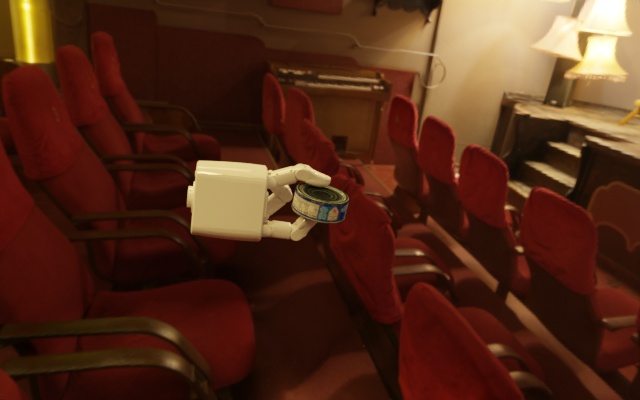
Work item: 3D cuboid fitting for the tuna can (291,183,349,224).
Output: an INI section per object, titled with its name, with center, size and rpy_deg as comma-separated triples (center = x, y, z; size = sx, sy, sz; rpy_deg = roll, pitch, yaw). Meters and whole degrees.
[tuna can]
center = 0.000, 0.002, 0.738
size = 0.086, 0.034, 0.086
rpy_deg = 12, 20, -5
